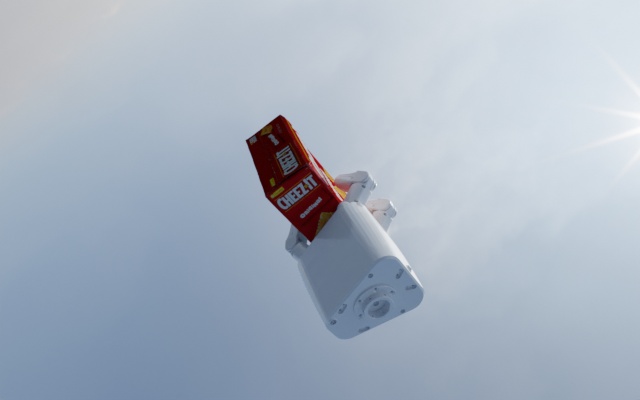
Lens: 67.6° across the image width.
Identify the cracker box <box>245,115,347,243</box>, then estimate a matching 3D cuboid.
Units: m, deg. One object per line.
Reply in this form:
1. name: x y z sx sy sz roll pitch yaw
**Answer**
1. cracker box: 0.000 0.002 0.655 0.072 0.214 0.164 -37 34 6
